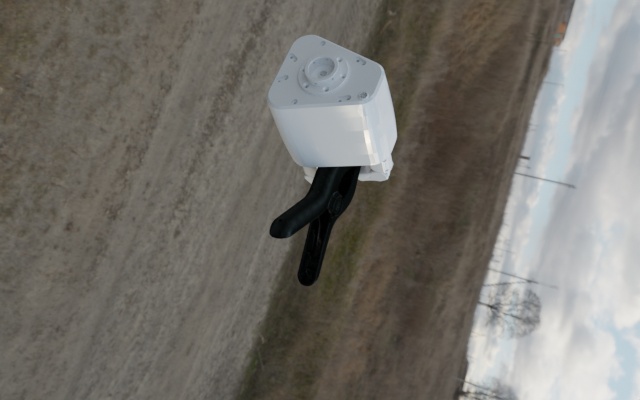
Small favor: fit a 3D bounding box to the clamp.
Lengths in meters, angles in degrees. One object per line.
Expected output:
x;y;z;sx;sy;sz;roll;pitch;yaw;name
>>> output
0.001;0.002;0.536;0.039;0.171;0.120;16;-21;20;clamp
